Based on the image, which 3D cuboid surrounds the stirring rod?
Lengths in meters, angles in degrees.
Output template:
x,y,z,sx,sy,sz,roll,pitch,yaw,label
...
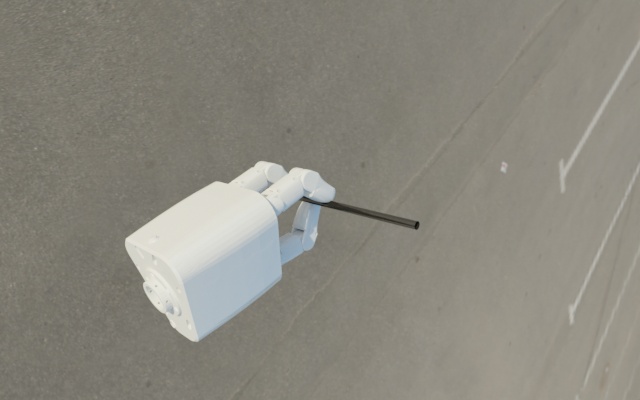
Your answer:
x,y,z,sx,sy,sz,roll,pitch,yaw,label
0.000,0.002,0.508,0.239,0.011,0.011,14,9,42,stirring rod
